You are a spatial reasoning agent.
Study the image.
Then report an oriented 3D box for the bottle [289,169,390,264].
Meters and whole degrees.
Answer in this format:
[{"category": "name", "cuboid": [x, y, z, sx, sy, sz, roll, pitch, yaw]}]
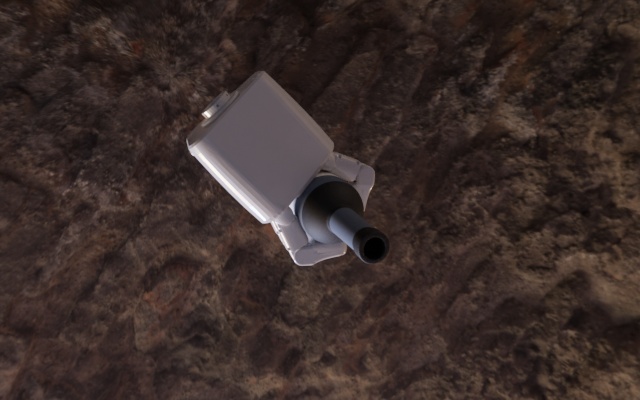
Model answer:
[{"category": "bottle", "cuboid": [0.000, 0.002, 0.514, 0.069, 0.069, 0.295, 0, 14, -17]}]
